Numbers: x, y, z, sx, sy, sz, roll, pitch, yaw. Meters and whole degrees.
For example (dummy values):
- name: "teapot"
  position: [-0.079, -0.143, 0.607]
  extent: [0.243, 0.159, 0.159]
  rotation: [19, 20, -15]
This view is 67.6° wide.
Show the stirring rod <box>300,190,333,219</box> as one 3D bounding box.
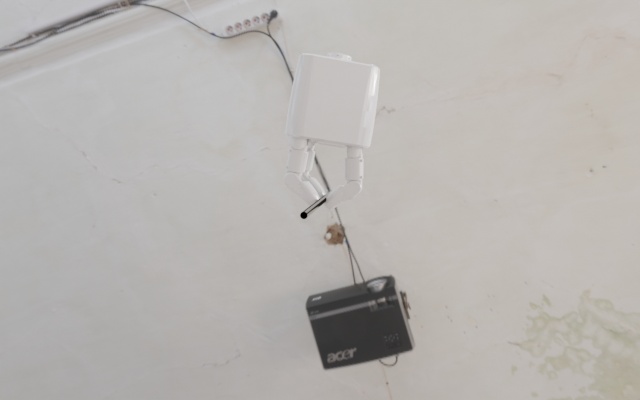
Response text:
- name: "stirring rod"
  position: [0.000, 0.002, 0.621]
  extent: [0.011, 0.011, 0.239]
  rotation: [0, 7, 9]
